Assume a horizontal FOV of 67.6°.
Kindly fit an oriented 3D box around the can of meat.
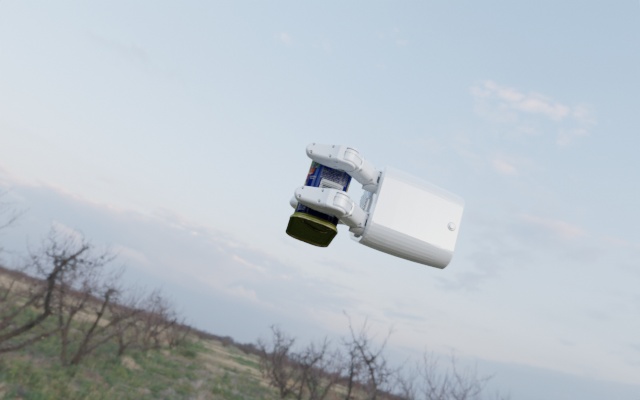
[{"bbox_3d":[0.000,0.002,0.579,0.057,0.084,0.102,20,-19,-2],"label":"can of meat"}]
